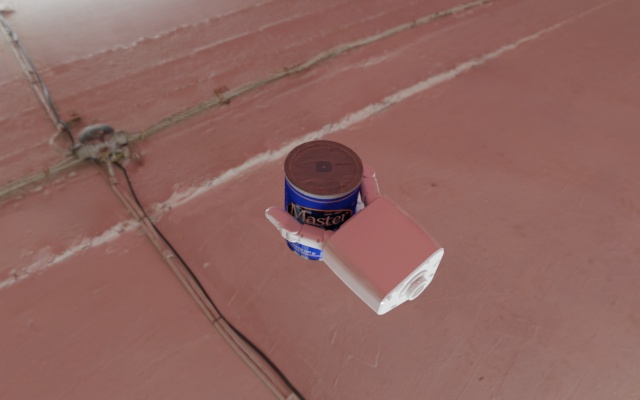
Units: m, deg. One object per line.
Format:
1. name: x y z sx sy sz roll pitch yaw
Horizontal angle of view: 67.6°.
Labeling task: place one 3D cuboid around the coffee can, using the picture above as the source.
1. coffee can: 0.000 0.002 0.663 0.103 0.102 0.140 0 -42 -5
